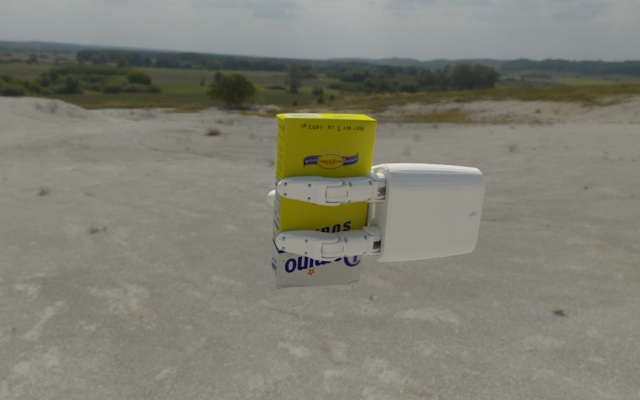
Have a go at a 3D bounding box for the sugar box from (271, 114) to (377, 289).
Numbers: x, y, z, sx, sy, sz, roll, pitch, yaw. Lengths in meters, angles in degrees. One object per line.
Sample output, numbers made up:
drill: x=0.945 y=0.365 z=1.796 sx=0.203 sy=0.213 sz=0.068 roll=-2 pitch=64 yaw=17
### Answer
sugar box: x=0.000 y=0.002 z=0.487 sx=0.093 sy=0.176 sz=0.048 roll=-1 pitch=16 yaw=-15
